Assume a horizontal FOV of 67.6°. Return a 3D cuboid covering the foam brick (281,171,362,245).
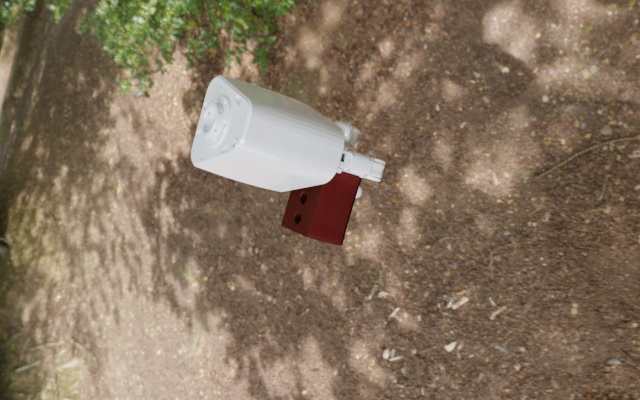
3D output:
[{"bbox_3d":[0.000,0.002,0.515,0.051,0.078,0.053,13,3,-39],"label":"foam brick"}]
